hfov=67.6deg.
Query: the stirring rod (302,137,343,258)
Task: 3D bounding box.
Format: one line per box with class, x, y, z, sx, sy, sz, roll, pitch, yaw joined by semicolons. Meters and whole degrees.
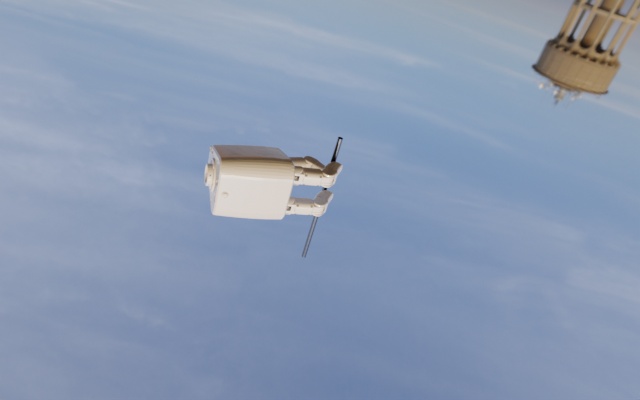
stirring rod;0.000;0.002;0.785;0.011;0.240;0.011;12;33;-8
